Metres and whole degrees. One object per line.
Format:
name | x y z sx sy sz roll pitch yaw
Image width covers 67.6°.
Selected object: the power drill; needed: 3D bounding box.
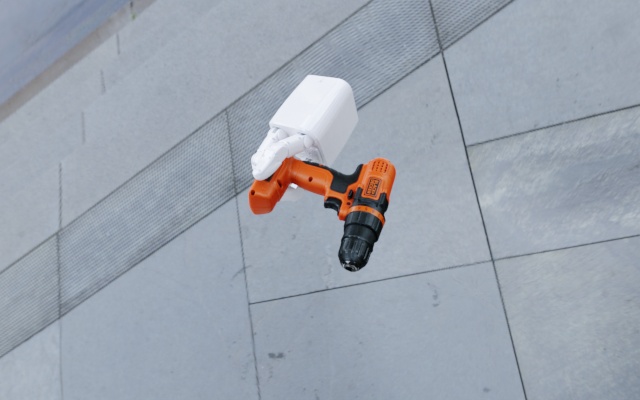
power drill | 0.000 0.002 0.665 0.187 0.184 0.057 14 -38 11
